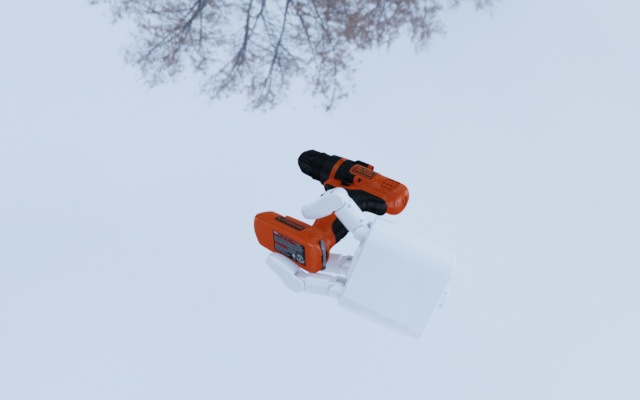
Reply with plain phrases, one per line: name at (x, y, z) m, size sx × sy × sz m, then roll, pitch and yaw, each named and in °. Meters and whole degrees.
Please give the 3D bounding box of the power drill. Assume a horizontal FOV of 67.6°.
power drill at (0.000, 0.002, 0.645) m, size 0.184 × 0.057 × 0.187 m, roll 24°, pitch 47°, yaw 31°
